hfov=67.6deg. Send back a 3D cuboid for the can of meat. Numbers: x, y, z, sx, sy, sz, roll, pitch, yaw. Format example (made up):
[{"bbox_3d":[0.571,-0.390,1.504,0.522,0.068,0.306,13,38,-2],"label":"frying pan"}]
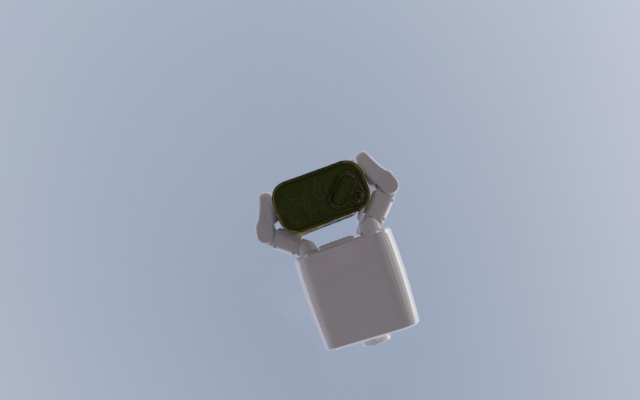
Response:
[{"bbox_3d":[0.000,0.002,0.542,0.102,0.057,0.084,-20,-8,-4],"label":"can of meat"}]
